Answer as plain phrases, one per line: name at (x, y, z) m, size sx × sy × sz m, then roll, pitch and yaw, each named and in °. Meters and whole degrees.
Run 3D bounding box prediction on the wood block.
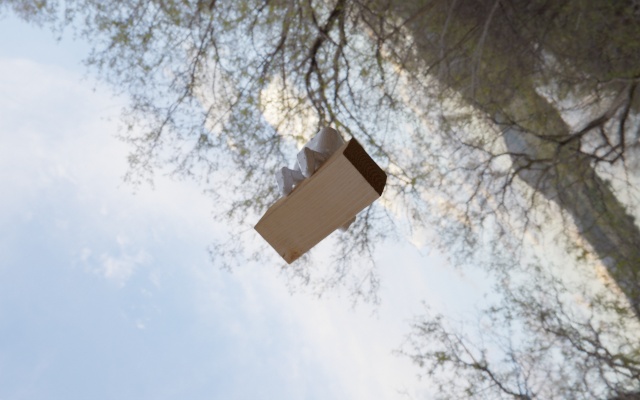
wood block at (0.000, 0.003, 0.790) m, size 0.206 × 0.091 × 0.090 m, roll -39°, pitch 10°, yaw 27°
